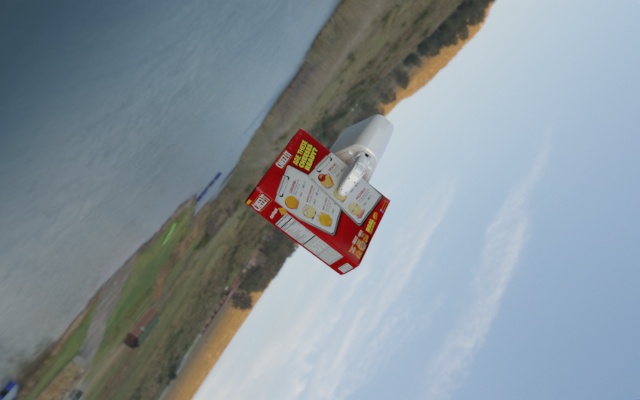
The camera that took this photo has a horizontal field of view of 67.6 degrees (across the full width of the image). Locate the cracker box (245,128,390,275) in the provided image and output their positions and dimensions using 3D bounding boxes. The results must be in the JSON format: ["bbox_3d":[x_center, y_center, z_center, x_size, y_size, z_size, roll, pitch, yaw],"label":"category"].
[{"bbox_3d":[0.000,0.003,0.837,0.214,0.164,0.072,38,-39,-8],"label":"cracker box"}]
